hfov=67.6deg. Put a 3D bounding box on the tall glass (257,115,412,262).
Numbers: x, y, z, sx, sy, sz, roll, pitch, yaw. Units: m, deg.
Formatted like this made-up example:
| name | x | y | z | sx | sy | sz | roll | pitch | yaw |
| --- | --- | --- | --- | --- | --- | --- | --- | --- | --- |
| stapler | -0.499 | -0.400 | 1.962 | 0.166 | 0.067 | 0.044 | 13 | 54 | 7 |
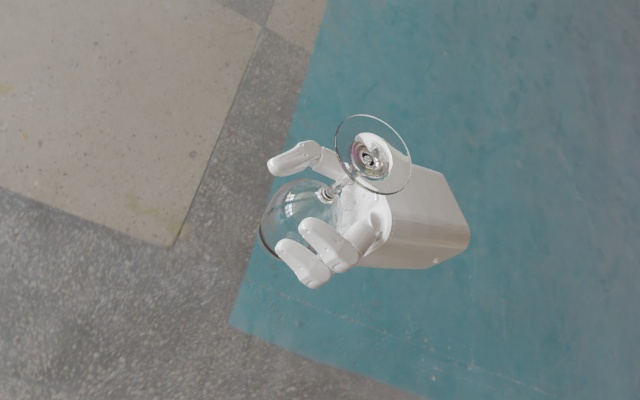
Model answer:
| name | x | y | z | sx | sy | sz | roll | pitch | yaw |
| --- | --- | --- | --- | --- | --- | --- | --- | --- | --- |
| tall glass | 0.000 | 0.001 | 0.468 | 0.079 | 0.079 | 0.201 | 0 | -24 | -30 |
